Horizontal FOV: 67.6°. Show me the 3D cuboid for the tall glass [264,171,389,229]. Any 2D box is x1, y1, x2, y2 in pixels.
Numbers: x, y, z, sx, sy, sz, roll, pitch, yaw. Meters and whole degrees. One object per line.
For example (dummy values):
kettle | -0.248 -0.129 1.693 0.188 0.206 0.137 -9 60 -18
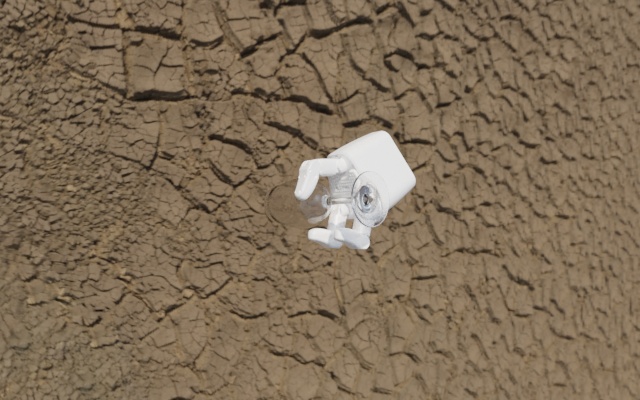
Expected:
tall glass | 0.000 0.002 0.699 0.079 0.079 0.201 0 -3 -42
